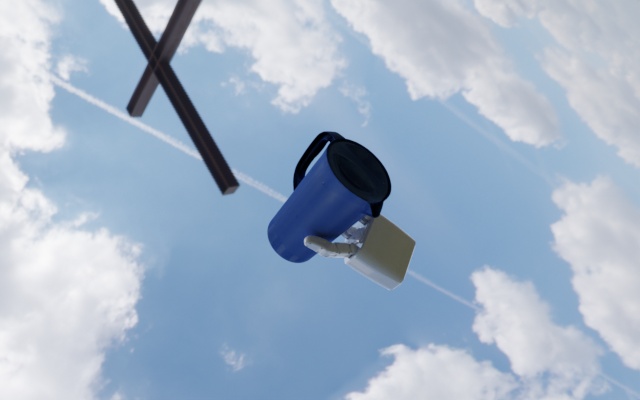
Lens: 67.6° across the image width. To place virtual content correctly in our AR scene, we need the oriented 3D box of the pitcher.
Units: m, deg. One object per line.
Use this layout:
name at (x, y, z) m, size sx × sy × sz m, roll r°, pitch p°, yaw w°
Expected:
pitcher at (0.000, 0.003, 0.866) m, size 0.145 × 0.149 × 0.243 m, roll 33°, pitch -50°, yaw -13°
